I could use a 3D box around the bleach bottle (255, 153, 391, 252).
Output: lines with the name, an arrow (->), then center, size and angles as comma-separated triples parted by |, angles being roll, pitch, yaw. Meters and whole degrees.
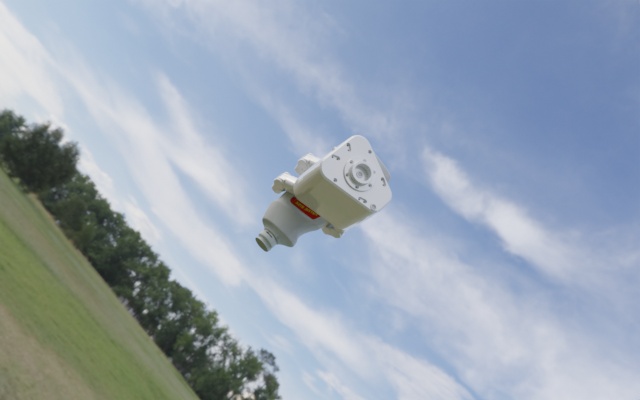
bleach bottle -> 0.000, 0.002, 0.793 | 0.250, 0.102, 0.068 | -40, 4, -26
